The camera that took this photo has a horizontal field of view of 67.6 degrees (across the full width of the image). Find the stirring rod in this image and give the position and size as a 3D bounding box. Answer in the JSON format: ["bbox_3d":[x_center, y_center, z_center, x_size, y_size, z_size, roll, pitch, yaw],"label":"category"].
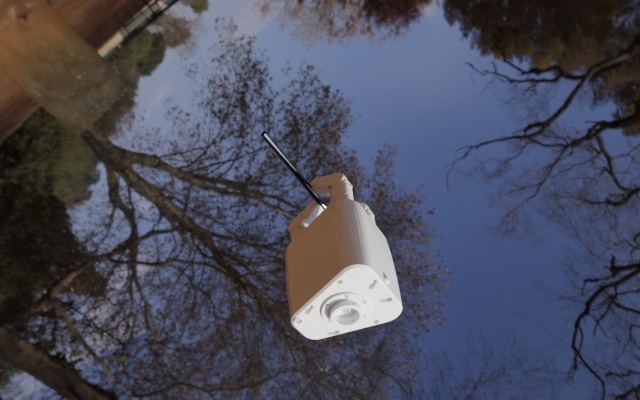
[{"bbox_3d":[0.000,0.002,0.613,0.011,0.011,0.240,0,-41,46],"label":"stirring rod"}]
